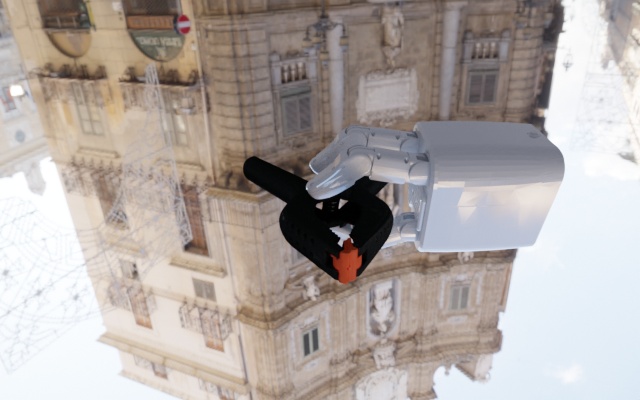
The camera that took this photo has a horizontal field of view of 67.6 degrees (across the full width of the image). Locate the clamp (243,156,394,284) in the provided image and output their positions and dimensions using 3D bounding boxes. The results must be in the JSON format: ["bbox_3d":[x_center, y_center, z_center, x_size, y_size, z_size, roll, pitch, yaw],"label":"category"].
[{"bbox_3d":[0.000,0.002,0.428,0.164,0.036,0.210,0,26,1],"label":"clamp"}]
